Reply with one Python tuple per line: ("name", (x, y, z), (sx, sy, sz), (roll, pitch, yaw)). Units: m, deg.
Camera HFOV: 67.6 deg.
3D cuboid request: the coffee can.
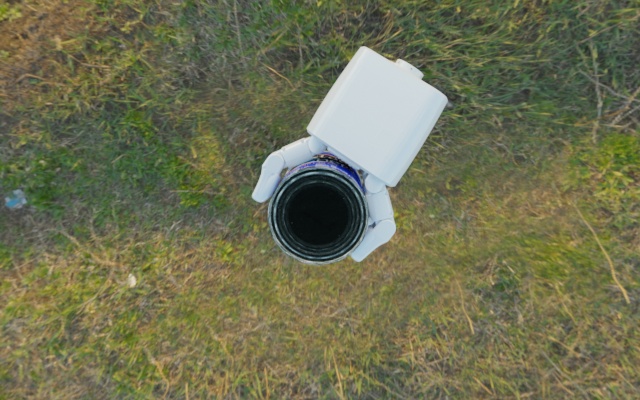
("coffee can", (0.000, 0.002, 0.545), (0.103, 0.103, 0.140), (0, 12, 2))
